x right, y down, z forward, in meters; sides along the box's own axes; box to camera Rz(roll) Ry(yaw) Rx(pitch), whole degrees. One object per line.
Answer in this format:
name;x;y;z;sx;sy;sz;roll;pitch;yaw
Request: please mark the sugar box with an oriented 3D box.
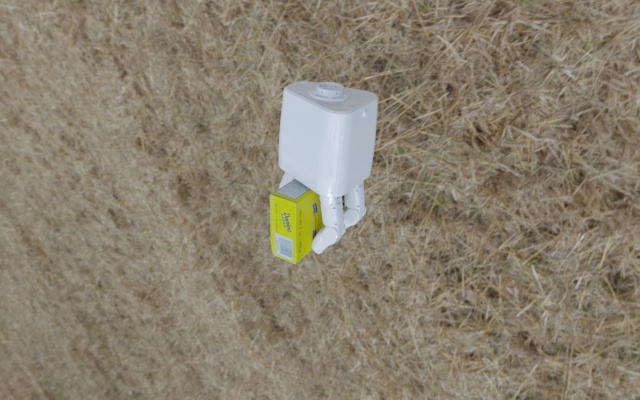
sugar box;0.001;0.002;0.653;0.048;0.093;0.176;20;35;28
